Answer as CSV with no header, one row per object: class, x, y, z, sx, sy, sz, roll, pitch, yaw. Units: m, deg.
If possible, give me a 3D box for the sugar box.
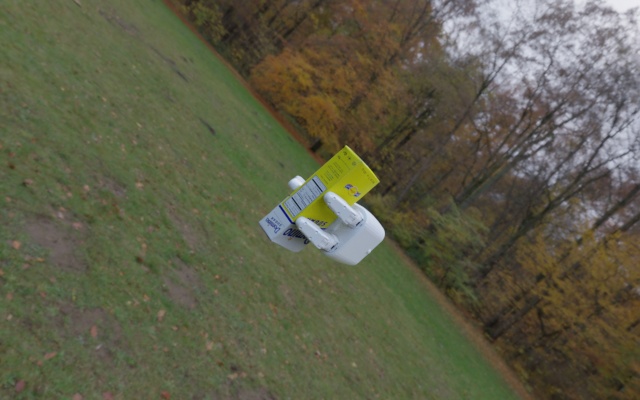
sugar box,0.001,0.003,0.725,0.048,0.176,0.093,49,6,29
